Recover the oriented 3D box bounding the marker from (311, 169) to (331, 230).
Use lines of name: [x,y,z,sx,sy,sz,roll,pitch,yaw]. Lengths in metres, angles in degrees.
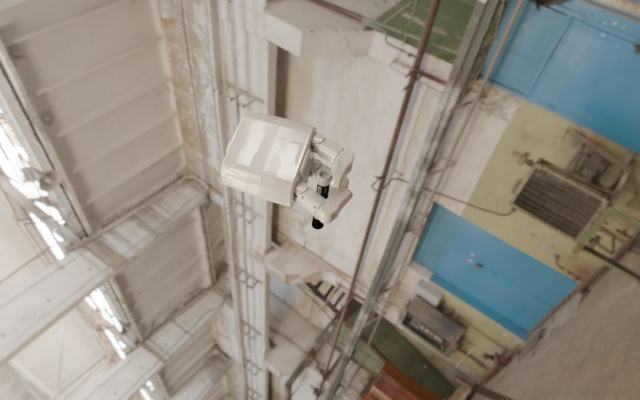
marker: [0.000,0.002,0.669,0.020,0.020,0.121,0,-38,-6]
